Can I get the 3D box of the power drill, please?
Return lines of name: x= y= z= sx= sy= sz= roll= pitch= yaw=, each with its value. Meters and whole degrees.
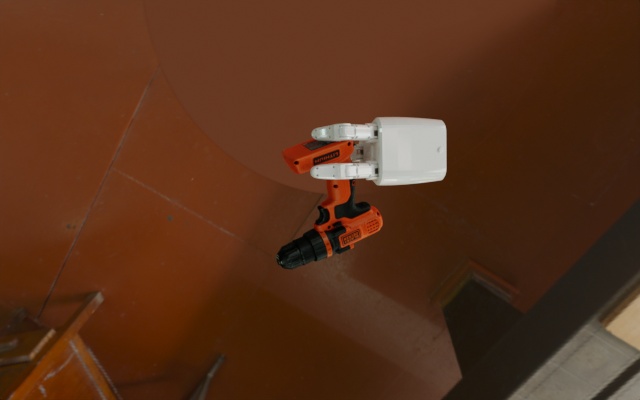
power drill: x=0.000 y=0.002 z=0.731 sx=0.184 sy=0.188 sz=0.057 roll=-24 pitch=31 yaw=-18
